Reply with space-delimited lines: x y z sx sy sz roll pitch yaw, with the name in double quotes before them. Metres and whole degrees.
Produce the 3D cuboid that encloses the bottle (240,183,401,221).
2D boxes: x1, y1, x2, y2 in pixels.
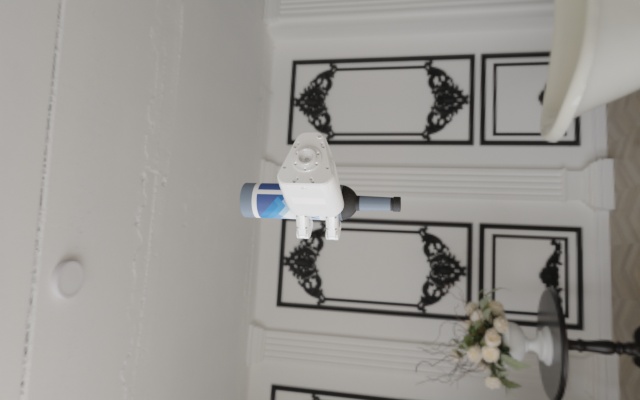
"bottle" 0.000 0.003 0.888 0.296 0.069 0.069 2 0 12
